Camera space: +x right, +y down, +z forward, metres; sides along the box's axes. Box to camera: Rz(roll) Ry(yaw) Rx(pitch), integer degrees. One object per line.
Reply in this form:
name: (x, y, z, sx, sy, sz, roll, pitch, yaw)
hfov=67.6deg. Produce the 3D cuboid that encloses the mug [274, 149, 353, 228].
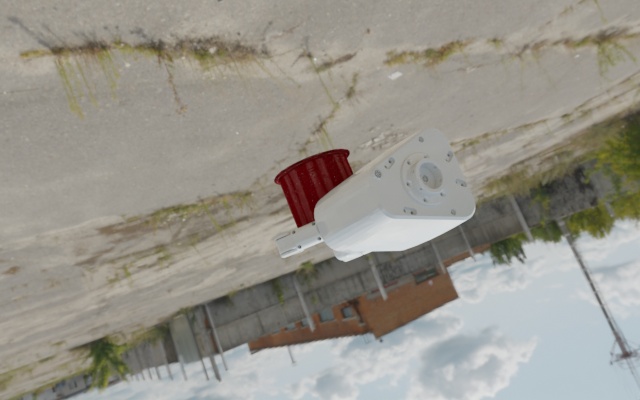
mug: (0.000, 0.002, 0.552, 0.093, 0.081, 0.117, -17, -11, -28)
